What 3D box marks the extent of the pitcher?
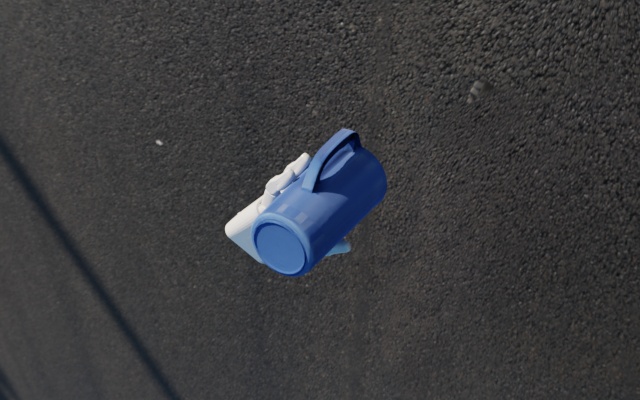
[{"bbox_3d":[0.000,0.003,0.756,0.145,0.149,0.242,-28,10,41],"label":"pitcher"}]
